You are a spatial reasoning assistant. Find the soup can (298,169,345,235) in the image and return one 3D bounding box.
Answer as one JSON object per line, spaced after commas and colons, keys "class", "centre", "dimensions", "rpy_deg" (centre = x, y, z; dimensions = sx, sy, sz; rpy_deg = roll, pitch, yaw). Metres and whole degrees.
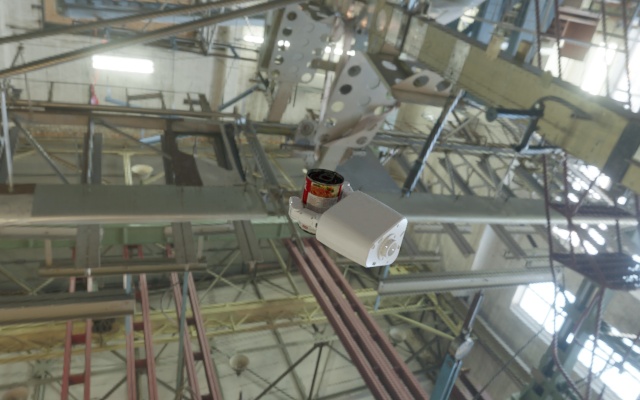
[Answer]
{"class": "soup can", "centre": [0.000, 0.003, 0.852], "dimensions": [0.068, 0.102, 0.068], "rpy_deg": [9, 25, -4]}
